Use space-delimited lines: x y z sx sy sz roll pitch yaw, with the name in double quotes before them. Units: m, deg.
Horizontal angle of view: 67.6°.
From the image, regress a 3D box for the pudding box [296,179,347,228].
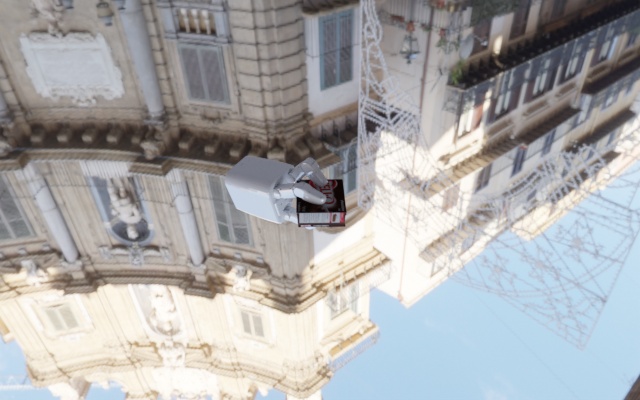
"pudding box" 0.000 0.003 0.886 0.090 0.039 0.113 -1 37 -1
